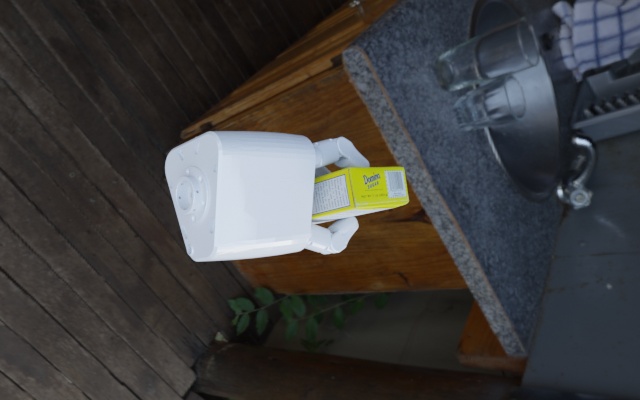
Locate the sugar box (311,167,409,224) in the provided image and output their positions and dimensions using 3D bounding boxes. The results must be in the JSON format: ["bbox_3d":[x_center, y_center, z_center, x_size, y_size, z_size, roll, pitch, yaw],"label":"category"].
[{"bbox_3d":[0.000,0.001,0.533,0.176,0.048,0.093,-12,-6,44],"label":"sugar box"}]
